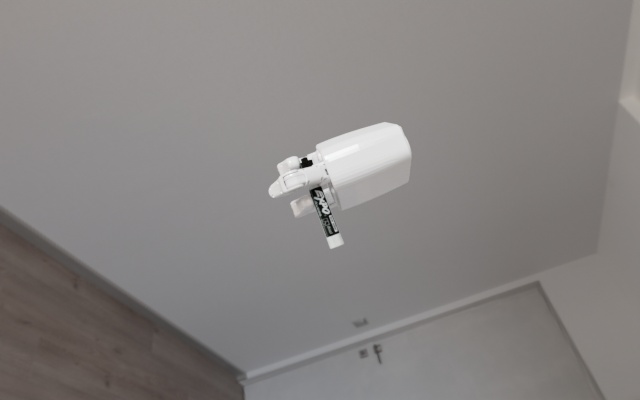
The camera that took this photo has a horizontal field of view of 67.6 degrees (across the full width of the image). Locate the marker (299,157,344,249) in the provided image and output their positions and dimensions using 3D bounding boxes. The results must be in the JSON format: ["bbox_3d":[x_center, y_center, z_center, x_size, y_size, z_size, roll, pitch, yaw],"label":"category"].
[{"bbox_3d":[0.000,0.002,0.606,0.020,0.121,0.020,-21,-4,-2],"label":"marker"}]
